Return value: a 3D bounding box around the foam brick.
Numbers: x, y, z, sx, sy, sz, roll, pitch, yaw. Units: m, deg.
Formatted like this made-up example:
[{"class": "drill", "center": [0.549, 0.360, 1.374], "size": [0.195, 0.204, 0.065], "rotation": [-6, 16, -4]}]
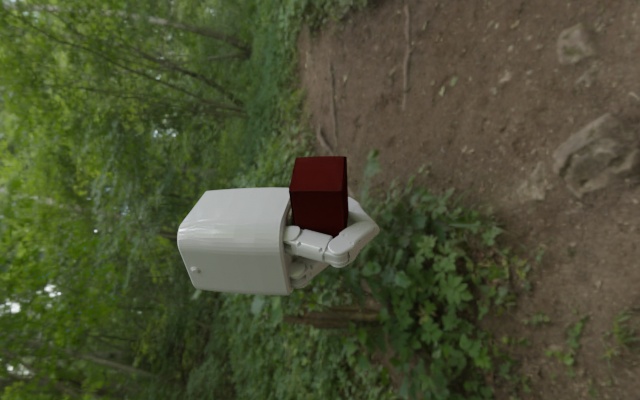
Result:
[{"class": "foam brick", "center": [0.000, 0.001, 0.475], "size": [0.051, 0.078, 0.053], "rotation": [2, 43, 7]}]
